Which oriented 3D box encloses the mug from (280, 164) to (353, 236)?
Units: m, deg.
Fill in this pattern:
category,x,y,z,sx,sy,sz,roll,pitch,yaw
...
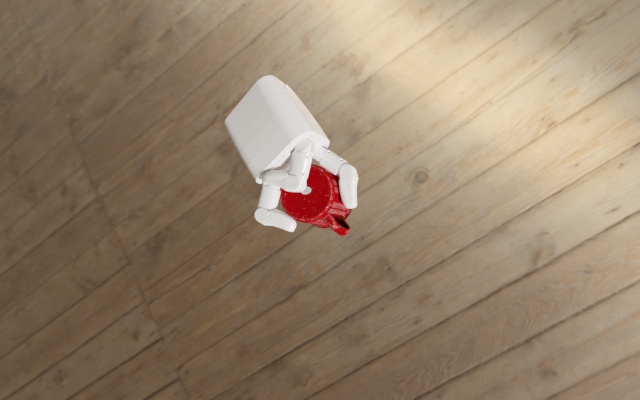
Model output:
category,x,y,z,sx,sy,sz,roll,pitch,yaw
mug,0.001,0.003,0.681,0.093,0.117,0.081,-38,-16,14
